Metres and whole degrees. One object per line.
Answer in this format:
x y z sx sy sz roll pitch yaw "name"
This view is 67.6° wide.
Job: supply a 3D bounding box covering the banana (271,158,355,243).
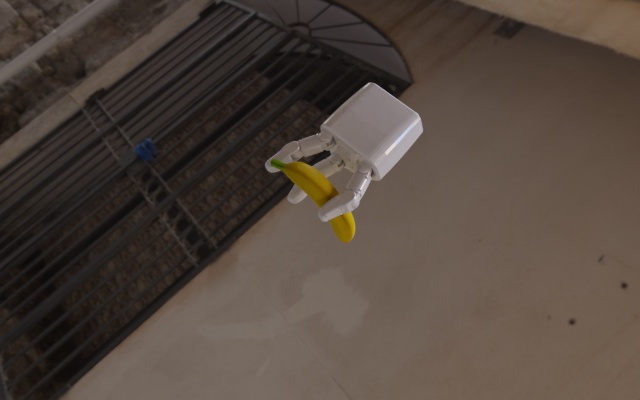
0.009 0.004 0.711 0.069 0.037 0.198 19 -26 54 "banana"
